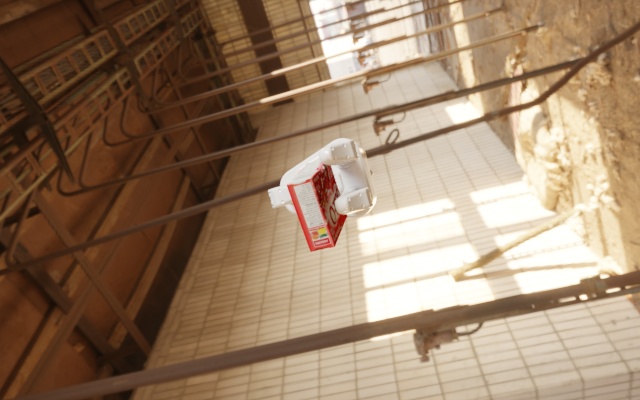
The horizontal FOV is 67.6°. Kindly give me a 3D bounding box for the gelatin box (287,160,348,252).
[{"bbox_3d":[0.000,0.002,0.497,0.030,0.073,0.089,-14,14,16],"label":"gelatin box"}]
